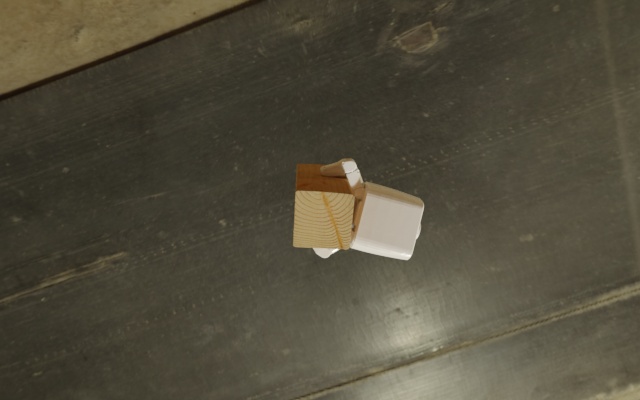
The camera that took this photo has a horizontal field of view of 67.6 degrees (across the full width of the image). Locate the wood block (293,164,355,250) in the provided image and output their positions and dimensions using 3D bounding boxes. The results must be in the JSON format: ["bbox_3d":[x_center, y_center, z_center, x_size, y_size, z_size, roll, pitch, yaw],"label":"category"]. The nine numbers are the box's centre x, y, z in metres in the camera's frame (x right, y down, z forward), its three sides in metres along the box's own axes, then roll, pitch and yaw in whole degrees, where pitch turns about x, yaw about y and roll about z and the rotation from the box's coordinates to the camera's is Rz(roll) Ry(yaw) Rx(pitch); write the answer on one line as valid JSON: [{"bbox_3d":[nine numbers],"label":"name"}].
[{"bbox_3d":[0.001,0.002,0.814,0.090,0.091,0.206,4,15,-3],"label":"wood block"}]
